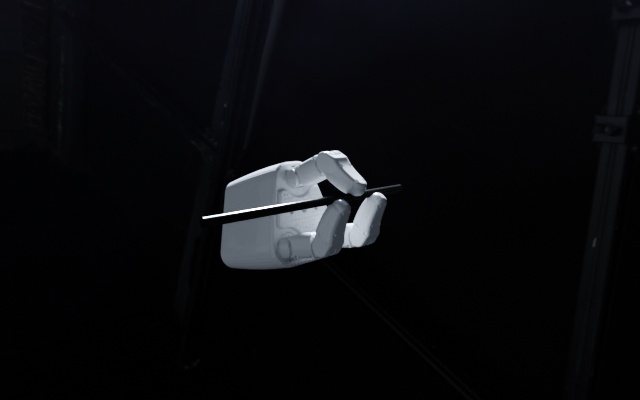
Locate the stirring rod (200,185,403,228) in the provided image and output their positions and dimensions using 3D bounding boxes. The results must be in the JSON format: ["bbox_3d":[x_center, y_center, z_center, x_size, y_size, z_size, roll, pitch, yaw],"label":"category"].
[{"bbox_3d":[0.000,0.001,0.427,0.011,0.011,0.239,0,7,45],"label":"stirring rod"}]
